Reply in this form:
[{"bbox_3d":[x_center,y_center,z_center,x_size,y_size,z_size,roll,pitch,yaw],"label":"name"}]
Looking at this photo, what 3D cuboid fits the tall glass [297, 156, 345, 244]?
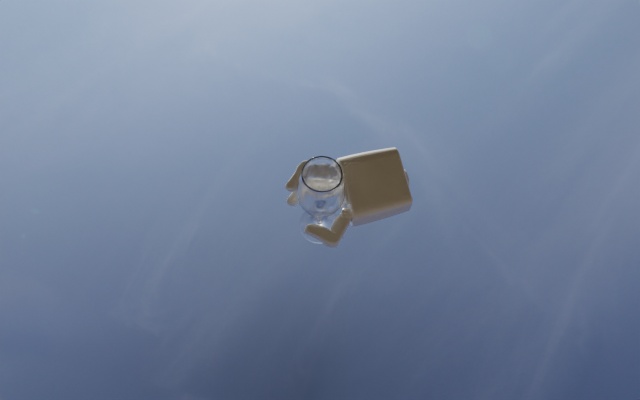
[{"bbox_3d":[0.000,0.003,0.795,0.079,0.079,0.201,0,-25,-1],"label":"tall glass"}]
